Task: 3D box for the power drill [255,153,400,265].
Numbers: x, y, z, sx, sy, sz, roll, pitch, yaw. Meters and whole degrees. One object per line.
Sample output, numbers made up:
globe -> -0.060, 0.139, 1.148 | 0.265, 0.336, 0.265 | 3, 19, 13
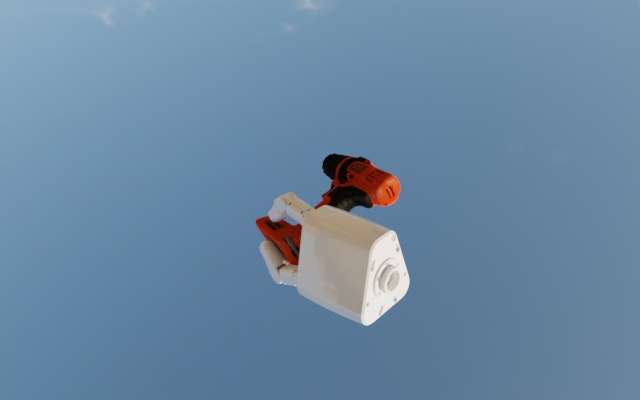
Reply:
power drill -> 0.000, 0.003, 0.696 | 0.187, 0.057, 0.184 | -38, 27, -12
